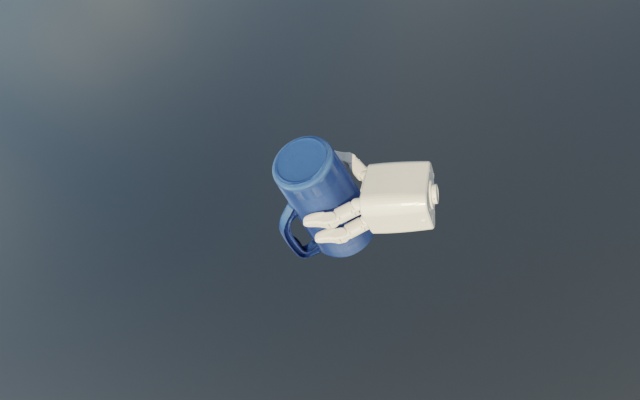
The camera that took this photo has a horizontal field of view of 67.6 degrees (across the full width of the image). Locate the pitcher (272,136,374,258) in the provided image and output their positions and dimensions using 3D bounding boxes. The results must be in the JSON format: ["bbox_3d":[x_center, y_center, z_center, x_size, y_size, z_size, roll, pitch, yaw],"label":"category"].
[{"bbox_3d":[0.000,0.003,0.858,0.145,0.149,0.243,-1,-31,22],"label":"pitcher"}]
